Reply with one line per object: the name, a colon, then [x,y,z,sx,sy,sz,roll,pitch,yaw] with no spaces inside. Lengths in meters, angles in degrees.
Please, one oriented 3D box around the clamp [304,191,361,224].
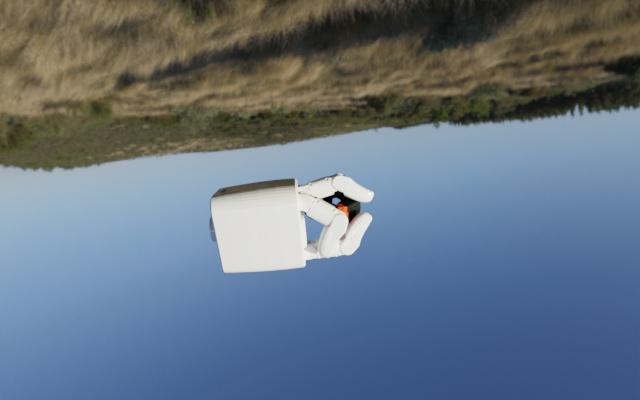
clamp: [0.000,0.003,0.679,0.120,0.039,0.171,-6,11,-2]
